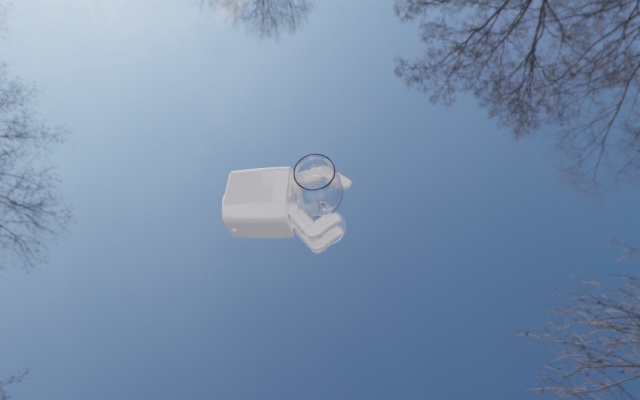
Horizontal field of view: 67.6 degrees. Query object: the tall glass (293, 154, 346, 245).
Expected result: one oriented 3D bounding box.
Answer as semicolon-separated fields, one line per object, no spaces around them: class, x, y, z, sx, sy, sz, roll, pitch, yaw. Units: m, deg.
tall glass;0.000;0.003;0.781;0.079;0.079;0.201;0;-27;6
